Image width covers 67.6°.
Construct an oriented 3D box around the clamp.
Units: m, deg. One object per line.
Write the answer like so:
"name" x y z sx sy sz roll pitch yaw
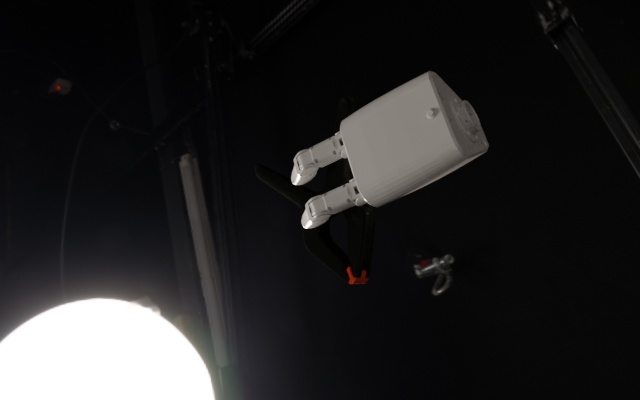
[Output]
"clamp" 0.001 0.002 0.559 0.164 0.210 0.036 -27 -22 32
